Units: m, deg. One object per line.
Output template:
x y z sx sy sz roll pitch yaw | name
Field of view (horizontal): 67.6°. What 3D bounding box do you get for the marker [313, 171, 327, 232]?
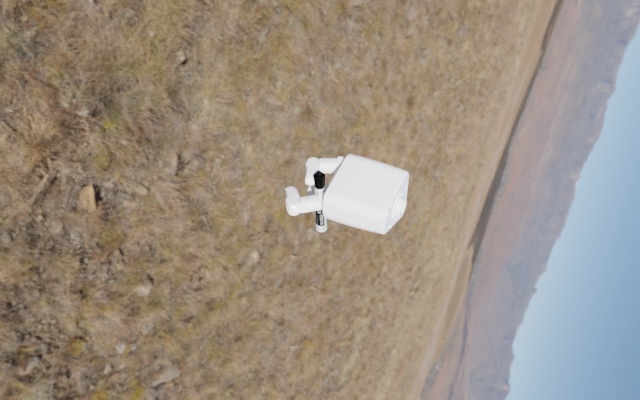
0.000 0.003 0.789 0.020 0.121 0.020 -1 39 1 | marker
